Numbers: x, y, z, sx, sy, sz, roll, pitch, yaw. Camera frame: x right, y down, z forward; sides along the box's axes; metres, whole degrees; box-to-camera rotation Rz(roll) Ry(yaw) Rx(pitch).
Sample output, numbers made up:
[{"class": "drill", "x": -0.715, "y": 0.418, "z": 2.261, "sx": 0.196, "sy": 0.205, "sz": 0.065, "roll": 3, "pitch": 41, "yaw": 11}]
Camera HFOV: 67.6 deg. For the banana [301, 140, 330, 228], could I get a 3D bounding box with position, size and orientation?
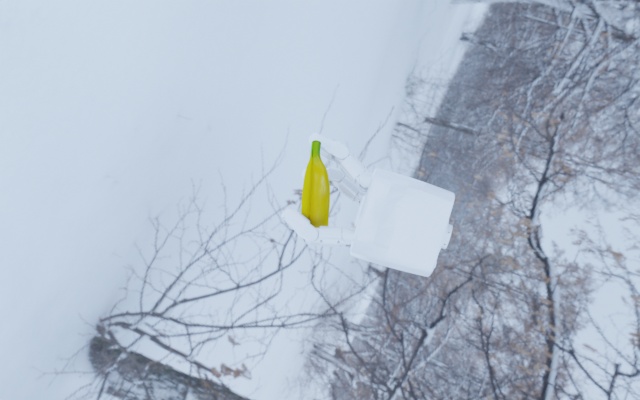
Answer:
[{"class": "banana", "x": -0.004, "y": 0.013, "z": 0.661, "sx": 0.037, "sy": 0.069, "sz": 0.198, "roll": 12, "pitch": -41, "yaw": 8}]
